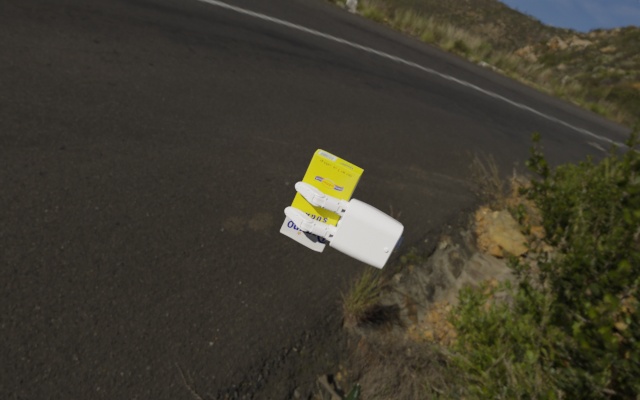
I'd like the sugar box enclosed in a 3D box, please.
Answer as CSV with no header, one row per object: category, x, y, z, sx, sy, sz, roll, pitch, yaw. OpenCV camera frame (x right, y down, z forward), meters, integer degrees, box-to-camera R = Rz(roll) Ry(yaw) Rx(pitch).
sugar box,0.000,0.003,0.887,0.093,0.176,0.048,27,21,5
